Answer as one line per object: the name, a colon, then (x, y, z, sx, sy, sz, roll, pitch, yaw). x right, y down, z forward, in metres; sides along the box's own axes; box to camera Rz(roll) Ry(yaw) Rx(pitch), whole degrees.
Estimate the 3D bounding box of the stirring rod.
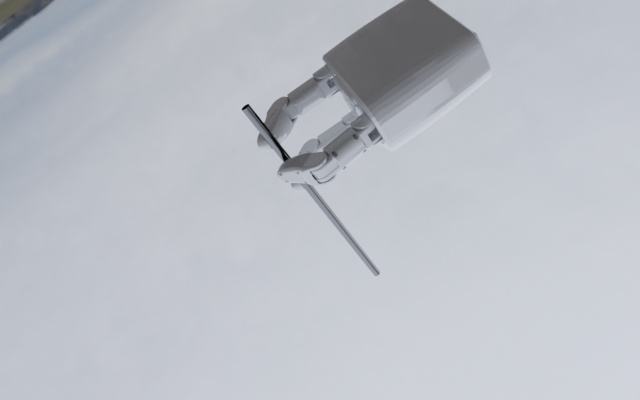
stirring rod: (0.000, 0.001, 0.462, 0.011, 0.011, 0.240, 0, -41, 43)
